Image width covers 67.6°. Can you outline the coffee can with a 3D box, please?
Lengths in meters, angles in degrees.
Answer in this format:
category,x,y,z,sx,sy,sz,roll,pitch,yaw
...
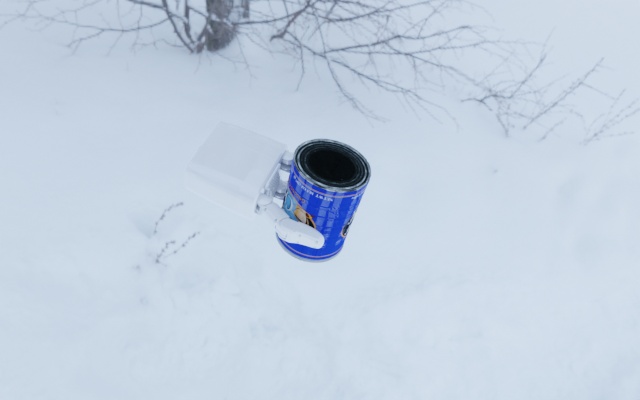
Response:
category,x,y,z,sx,sy,sz,roll,pitch,yaw
coffee can,0.000,0.002,0.652,0.103,0.140,0.102,10,42,-9
